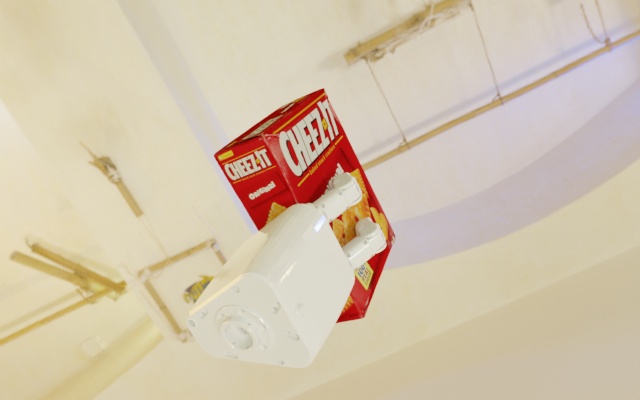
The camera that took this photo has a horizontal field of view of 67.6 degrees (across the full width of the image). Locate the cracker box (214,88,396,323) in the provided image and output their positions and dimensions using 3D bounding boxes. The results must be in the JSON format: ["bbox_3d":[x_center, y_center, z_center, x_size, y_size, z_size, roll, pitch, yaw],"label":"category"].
[{"bbox_3d":[0.000,0.002,0.530,0.072,0.214,0.164,-18,19,29],"label":"cracker box"}]
